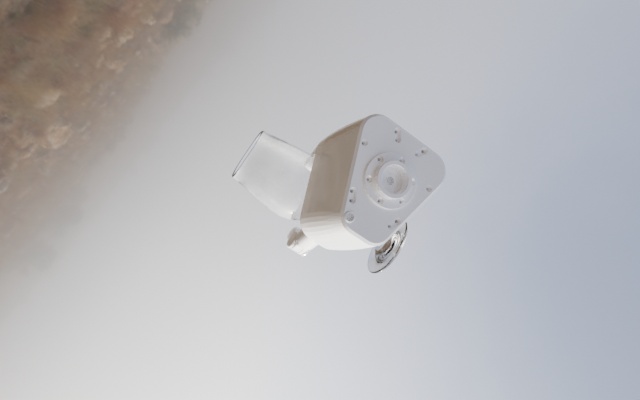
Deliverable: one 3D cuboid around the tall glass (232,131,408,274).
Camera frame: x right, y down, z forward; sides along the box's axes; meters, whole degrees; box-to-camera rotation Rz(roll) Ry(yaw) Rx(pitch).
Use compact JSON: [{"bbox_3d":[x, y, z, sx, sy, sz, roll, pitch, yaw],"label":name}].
[{"bbox_3d":[0.001,0.002,0.548,0.201,0.079,0.079,33,-9,-13],"label":"tall glass"}]
